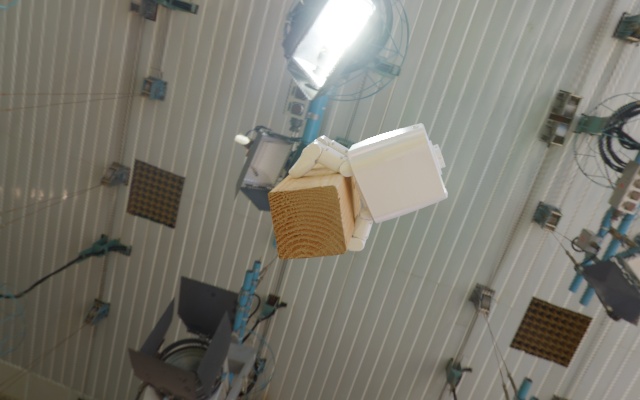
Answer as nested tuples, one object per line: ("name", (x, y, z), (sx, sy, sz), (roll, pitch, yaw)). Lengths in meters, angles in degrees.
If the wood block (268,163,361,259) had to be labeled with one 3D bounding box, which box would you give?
("wood block", (0.001, 0.002, 0.682), (0.090, 0.091, 0.206), (-6, 13, 12))
